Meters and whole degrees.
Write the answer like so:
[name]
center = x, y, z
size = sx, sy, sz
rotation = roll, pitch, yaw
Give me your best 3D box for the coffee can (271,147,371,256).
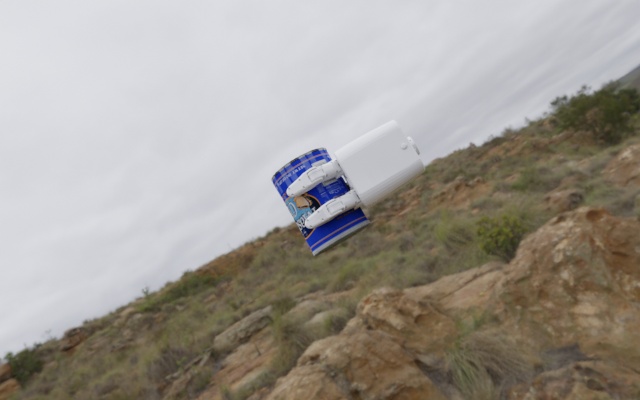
[coffee can]
center = 0.000, 0.003, 0.757
size = 0.103, 0.140, 0.103
rotation = -30, -8, -5
